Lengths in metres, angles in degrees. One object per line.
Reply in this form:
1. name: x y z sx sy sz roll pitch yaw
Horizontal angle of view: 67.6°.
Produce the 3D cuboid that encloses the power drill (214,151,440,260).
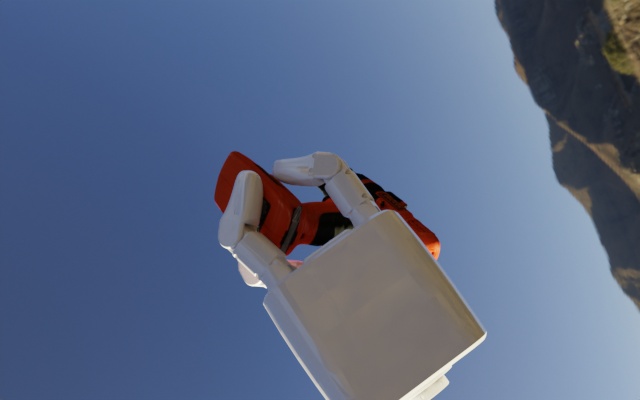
1. power drill: 0.000 0.002 0.454 0.187 0.057 0.184 6 25 -40
